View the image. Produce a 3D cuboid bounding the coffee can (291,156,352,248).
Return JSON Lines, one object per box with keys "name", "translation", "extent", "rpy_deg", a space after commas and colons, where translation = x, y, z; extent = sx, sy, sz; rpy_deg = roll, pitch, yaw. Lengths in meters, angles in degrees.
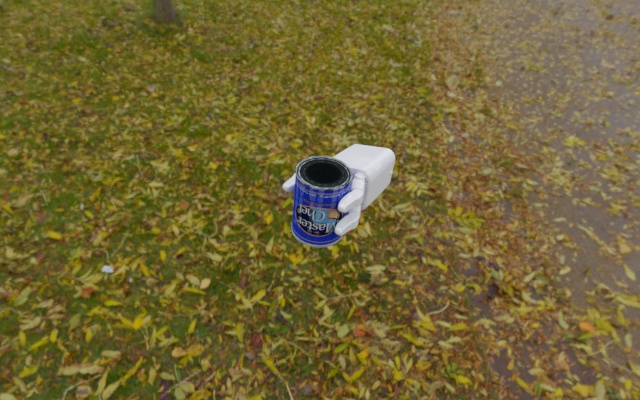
{"name": "coffee can", "translation": [0.000, 0.003, 0.891], "extent": [0.103, 0.140, 0.102], "rpy_deg": [4, 39, -3]}
